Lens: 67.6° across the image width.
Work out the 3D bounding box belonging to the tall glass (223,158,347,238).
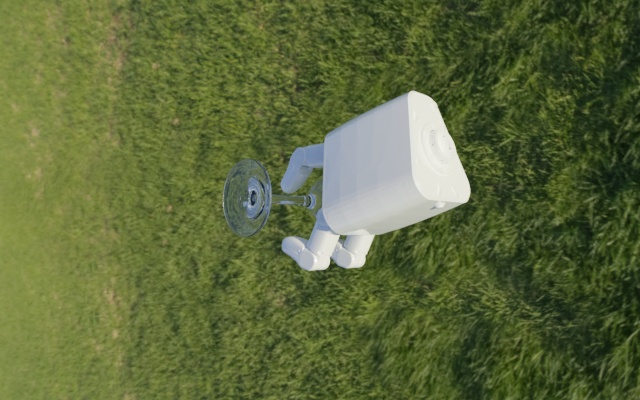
[{"bbox_3d":[-0.001,0.002,0.517,0.079,0.079,0.201,0,-3,45],"label":"tall glass"}]
